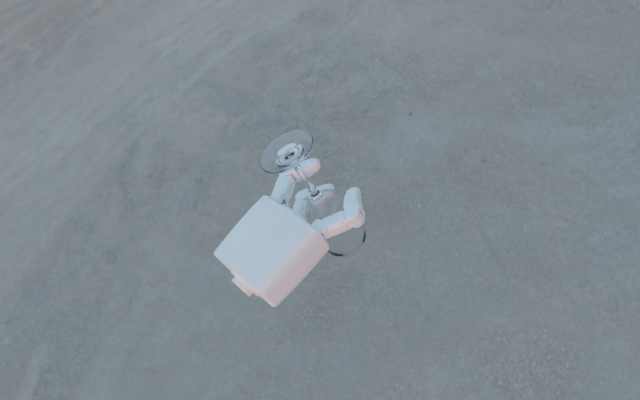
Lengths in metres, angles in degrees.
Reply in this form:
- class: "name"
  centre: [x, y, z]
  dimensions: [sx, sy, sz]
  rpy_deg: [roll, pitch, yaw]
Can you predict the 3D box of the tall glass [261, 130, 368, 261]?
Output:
- class: "tall glass"
  centre: [0.000, 0.002, 0.655]
  dimensions: [0.079, 0.079, 0.201]
  rpy_deg: [0, -39, 34]
